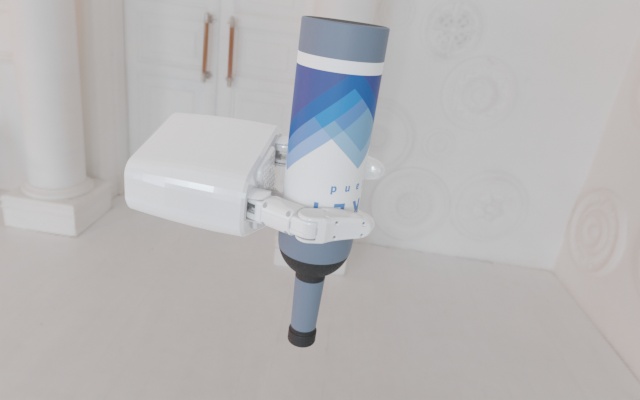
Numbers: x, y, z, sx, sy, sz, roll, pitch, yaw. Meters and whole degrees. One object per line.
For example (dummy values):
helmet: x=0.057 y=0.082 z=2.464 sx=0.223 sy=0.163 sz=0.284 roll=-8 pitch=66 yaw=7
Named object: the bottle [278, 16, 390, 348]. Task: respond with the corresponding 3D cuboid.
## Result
bottle: x=0.000 y=0.001 z=0.412 sx=0.069 sy=0.296 sz=0.069 roll=7 pitch=23 yaw=-3
